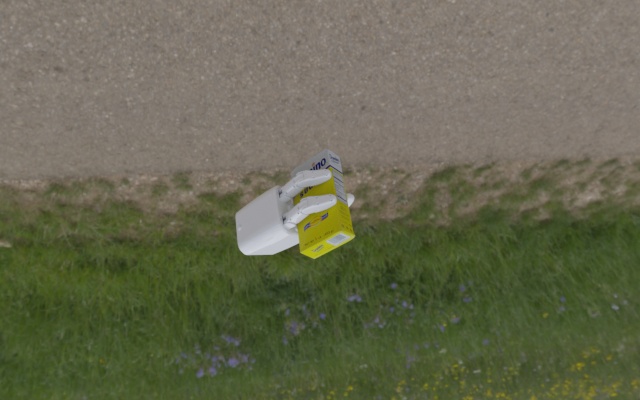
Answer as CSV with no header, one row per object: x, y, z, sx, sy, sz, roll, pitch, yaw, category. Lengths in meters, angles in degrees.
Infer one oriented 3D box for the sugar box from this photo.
0.000,0.003,0.840,0.093,0.176,0.048,-30,-37,28,sugar box
